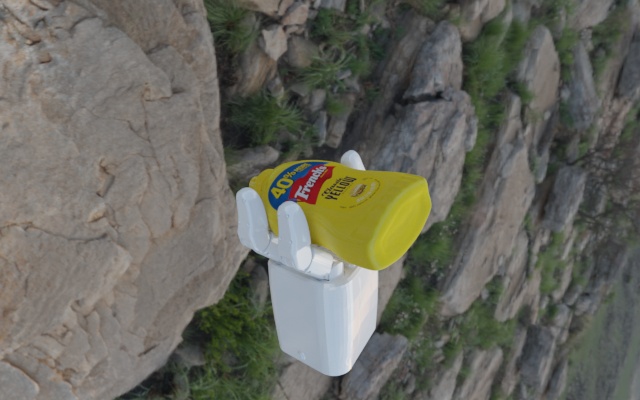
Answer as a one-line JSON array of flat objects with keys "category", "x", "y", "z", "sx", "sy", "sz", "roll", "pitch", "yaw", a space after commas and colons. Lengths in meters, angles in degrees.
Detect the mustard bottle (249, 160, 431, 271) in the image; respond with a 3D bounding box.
[{"category": "mustard bottle", "x": 0.000, "y": 0.001, "z": 0.455, "sx": 0.191, "sy": 0.058, "sz": 0.096, "roll": 14, "pitch": 48, "yaw": 40}]
